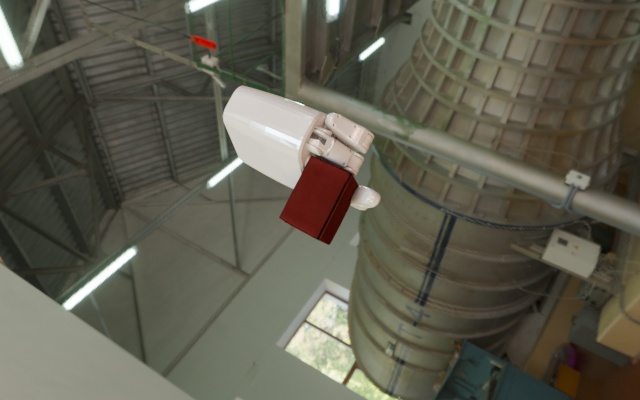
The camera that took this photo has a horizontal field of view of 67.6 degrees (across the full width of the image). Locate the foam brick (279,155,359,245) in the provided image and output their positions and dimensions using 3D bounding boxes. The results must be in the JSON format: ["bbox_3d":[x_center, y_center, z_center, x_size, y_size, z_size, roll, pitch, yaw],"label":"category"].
[{"bbox_3d":[0.000,0.002,0.520,0.051,0.078,0.053,25,-6,17],"label":"foam brick"}]
